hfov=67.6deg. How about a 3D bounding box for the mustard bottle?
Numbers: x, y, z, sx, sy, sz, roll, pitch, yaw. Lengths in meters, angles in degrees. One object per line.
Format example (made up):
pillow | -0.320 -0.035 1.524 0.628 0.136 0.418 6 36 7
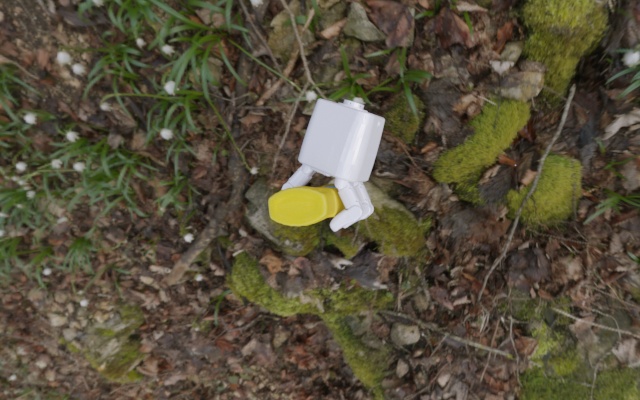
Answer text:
mustard bottle | 0.000 0.003 0.773 0.096 0.058 0.191 -6 2 22
